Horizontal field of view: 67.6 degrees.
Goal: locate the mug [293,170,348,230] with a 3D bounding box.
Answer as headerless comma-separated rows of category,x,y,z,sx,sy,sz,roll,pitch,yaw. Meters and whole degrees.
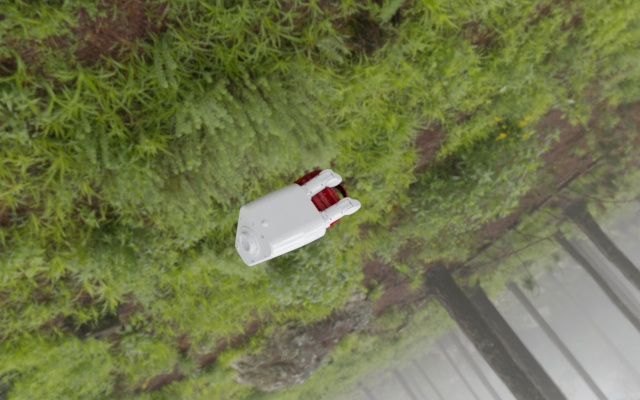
mug,0.001,0.003,0.841,0.117,0.081,0.093,-23,-19,-37
